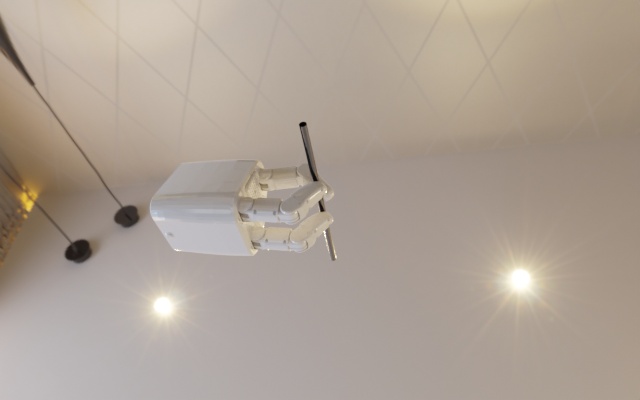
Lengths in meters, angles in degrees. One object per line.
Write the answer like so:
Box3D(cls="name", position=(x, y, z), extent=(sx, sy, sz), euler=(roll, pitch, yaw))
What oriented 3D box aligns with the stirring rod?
Box3D(cls="stirring rod", position=(0.000, 0.002, 0.565), extent=(0.011, 0.011, 0.240), euler=(0, -40, 11))
